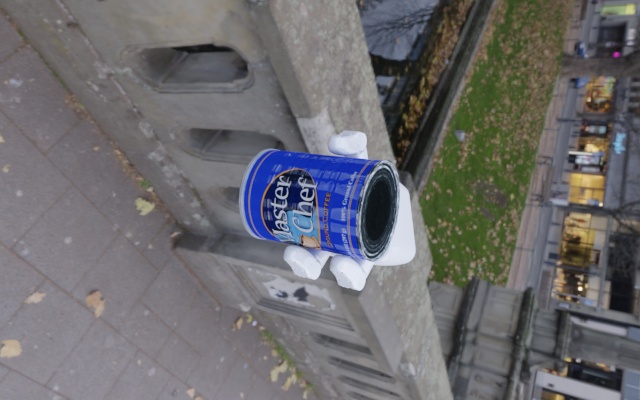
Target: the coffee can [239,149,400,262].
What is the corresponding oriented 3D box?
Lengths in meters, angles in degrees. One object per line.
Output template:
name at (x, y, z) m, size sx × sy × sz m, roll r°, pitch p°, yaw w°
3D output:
coffee can at (0.000, 0.002, 0.507) m, size 0.140 × 0.103 × 0.103 m, roll 9°, pitch 4°, yaw 29°
